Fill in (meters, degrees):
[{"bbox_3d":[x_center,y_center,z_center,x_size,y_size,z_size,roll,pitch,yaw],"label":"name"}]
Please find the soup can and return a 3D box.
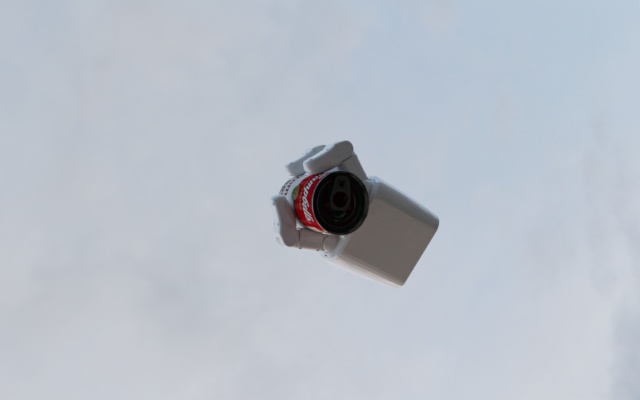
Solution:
[{"bbox_3d":[-0.001,0.002,0.542,0.068,0.068,0.102,0,1,-26],"label":"soup can"}]
